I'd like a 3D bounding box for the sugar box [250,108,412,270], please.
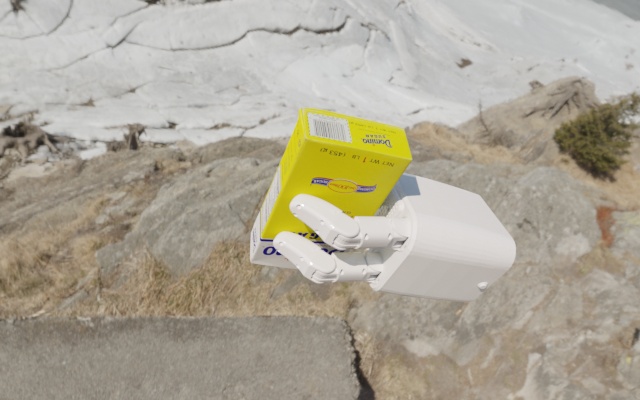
[{"bbox_3d":[0.000,0.002,0.435,0.093,0.048,0.176,9,-44,-17],"label":"sugar box"}]
